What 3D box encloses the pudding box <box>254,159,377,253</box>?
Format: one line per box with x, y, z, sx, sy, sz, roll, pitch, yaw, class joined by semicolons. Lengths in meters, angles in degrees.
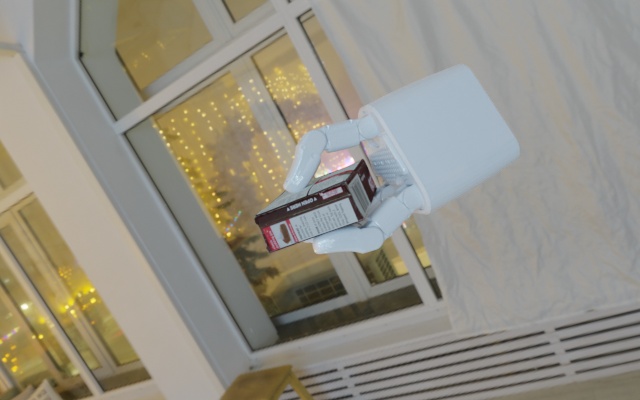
0.000;0.001;0.440;0.090;0.039;0.113;-21;7;17;pudding box
